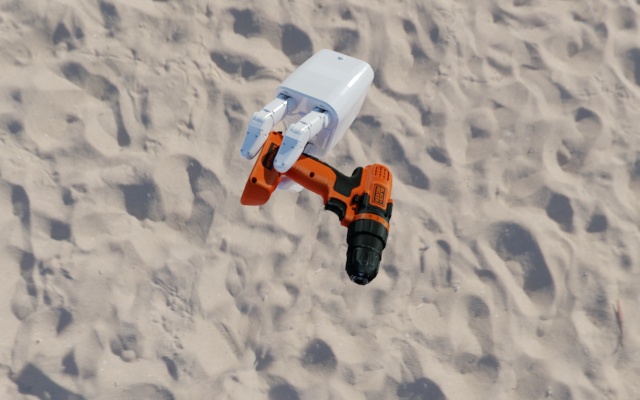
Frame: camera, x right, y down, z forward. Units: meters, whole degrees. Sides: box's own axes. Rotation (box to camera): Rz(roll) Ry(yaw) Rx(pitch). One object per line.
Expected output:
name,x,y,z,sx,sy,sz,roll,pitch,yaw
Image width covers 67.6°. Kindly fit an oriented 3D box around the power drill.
power drill,0.000,0.002,0.598,0.187,0.184,0.057,23,-43,-9
